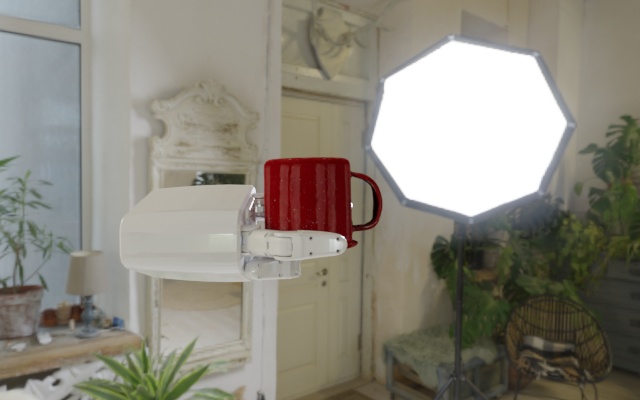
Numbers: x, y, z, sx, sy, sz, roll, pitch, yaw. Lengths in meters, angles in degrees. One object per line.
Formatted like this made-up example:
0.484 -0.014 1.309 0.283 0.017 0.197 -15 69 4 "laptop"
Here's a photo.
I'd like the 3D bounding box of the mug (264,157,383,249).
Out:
0.002 0.001 0.449 0.117 0.081 0.093 -1 2 0 "mug"
